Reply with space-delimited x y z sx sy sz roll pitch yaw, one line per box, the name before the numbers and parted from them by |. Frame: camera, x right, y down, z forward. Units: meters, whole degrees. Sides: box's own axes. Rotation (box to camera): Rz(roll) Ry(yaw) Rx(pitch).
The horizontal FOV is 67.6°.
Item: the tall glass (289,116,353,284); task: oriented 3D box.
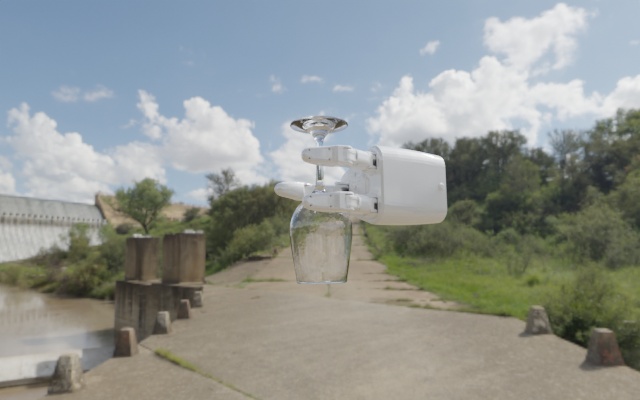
tall glass | 0.000 0.001 0.597 0.079 0.201 0.079 -1 -8 0
